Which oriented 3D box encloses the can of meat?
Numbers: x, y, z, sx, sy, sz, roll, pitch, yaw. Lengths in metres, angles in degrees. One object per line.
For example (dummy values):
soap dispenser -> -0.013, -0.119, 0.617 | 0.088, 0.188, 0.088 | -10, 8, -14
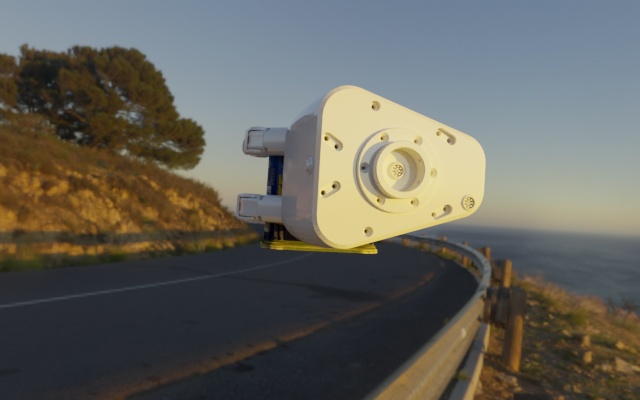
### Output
can of meat -> 0.000, 0.001, 0.424 | 0.102, 0.084, 0.057 | 3, 0, -9
